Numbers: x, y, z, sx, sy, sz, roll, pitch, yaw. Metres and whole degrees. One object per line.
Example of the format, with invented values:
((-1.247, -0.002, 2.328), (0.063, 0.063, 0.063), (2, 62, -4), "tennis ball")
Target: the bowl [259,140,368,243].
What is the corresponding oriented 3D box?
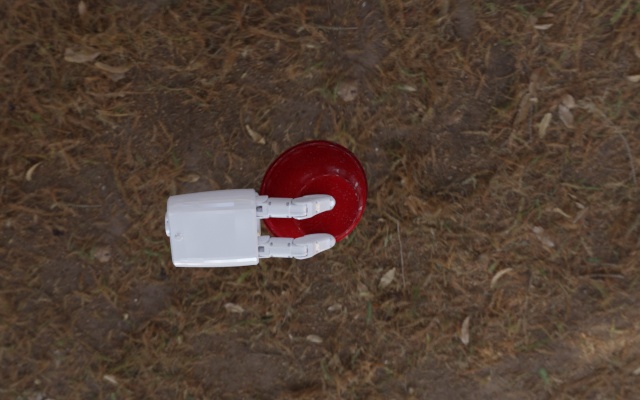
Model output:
((0.001, 0.002, 0.650), (0.162, 0.162, 0.055), (0, 18, -19), "bowl")
